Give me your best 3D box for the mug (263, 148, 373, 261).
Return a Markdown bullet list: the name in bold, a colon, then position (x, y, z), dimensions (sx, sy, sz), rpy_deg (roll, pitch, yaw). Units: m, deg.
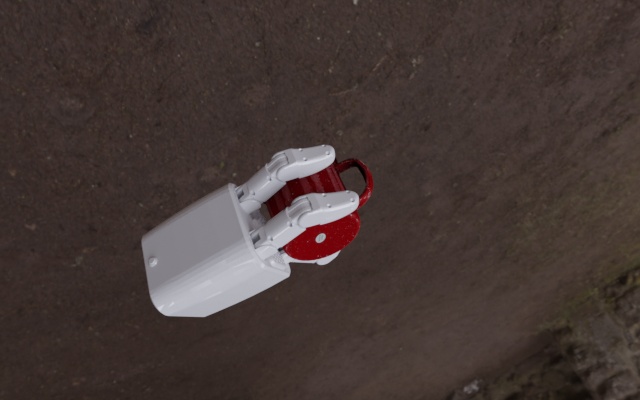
- **mug**: position (0.001, 0.001, 0.484), dimensions (0.117, 0.081, 0.093), rpy_deg (-29, -35, 6)
